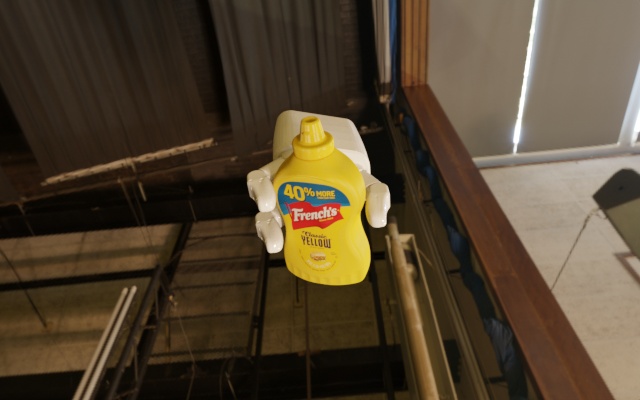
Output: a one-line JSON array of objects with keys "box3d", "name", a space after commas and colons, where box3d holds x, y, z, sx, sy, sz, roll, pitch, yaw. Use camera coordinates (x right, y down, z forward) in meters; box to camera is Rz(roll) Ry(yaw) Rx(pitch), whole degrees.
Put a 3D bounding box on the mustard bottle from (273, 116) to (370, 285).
[{"box3d": [0.000, 0.002, 0.505, 0.096, 0.192, 0.058, 7, 37, 20], "name": "mustard bottle"}]
